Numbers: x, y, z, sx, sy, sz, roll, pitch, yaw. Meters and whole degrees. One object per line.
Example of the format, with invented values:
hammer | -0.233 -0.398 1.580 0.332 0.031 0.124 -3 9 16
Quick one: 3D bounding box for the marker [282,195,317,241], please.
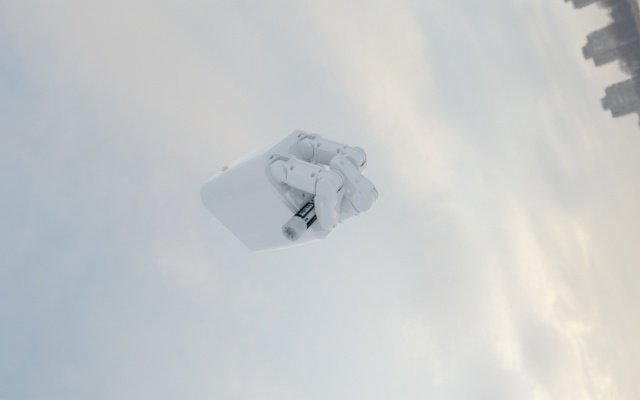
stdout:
marker | 0.000 0.002 0.481 0.020 0.020 0.121 0 28 32
